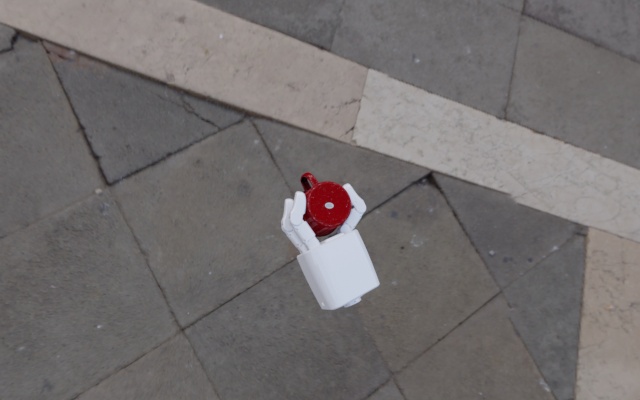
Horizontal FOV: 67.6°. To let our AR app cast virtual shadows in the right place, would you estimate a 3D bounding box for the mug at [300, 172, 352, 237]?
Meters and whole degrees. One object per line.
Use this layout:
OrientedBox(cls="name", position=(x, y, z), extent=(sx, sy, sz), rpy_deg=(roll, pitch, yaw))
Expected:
OrientedBox(cls="mug", position=(0.000, 0.001, 0.846), extent=(0.093, 0.117, 0.081), rpy_deg=(-25, -4, -19))
